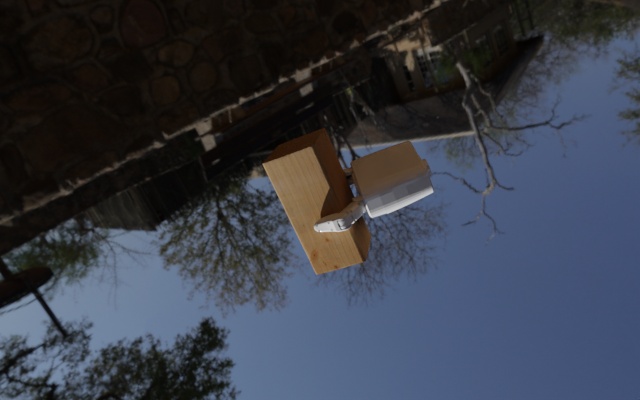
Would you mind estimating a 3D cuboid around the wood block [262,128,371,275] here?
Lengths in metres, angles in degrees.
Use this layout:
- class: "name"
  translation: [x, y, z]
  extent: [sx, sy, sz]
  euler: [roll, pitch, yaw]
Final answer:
- class: "wood block"
  translation: [0.000, 0.003, 0.770]
  extent: [0.090, 0.206, 0.090]
  euler: [-18, 19, 20]
